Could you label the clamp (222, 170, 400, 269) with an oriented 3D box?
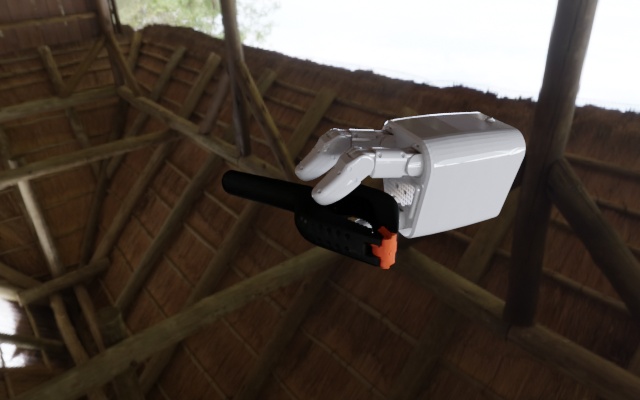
[{"bbox_3d":[0.000,0.002,0.450,0.164,0.036,0.210,-10,27,-16],"label":"clamp"}]
